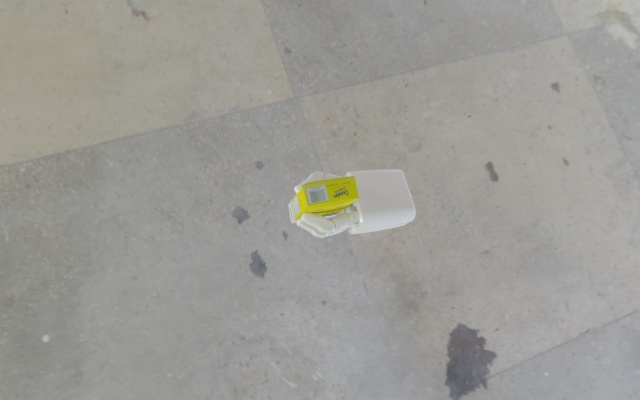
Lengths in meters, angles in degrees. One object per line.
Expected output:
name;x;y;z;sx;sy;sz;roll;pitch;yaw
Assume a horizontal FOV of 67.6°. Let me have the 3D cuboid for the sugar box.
sugar box;0.000;0.003;0.865;0.093;0.048;0.176;-9;-12;-13
